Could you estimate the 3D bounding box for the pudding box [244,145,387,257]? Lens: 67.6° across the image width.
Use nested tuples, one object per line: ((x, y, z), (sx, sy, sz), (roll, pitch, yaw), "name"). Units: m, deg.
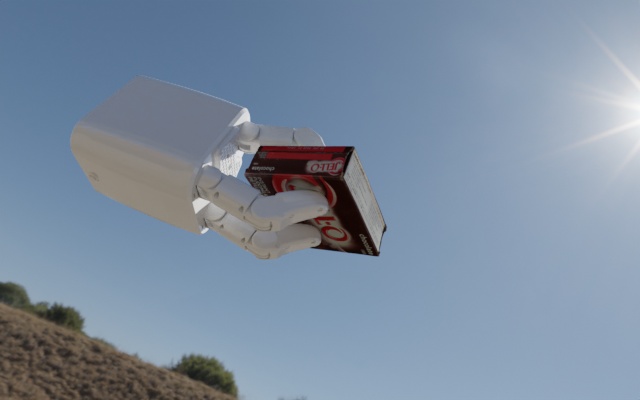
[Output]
((0.000, 0.001, 0.414), (0.090, 0.039, 0.114), (5, -33, 29), "pudding box")
